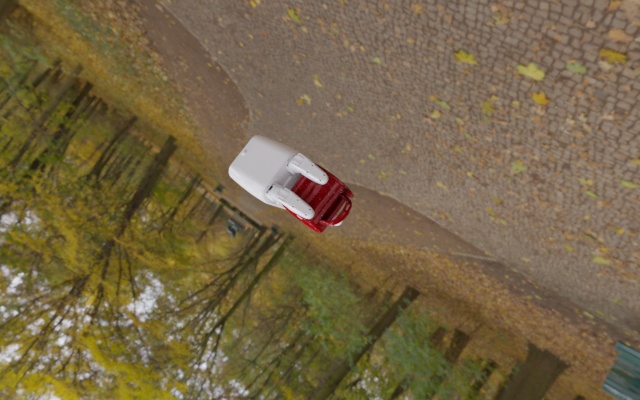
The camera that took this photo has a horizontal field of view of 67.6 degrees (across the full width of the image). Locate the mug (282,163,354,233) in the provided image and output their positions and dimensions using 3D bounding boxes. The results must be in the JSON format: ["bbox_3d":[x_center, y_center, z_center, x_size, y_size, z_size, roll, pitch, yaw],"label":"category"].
[{"bbox_3d":[0.001,0.003,0.755,0.117,0.081,0.093,31,-10,41],"label":"mug"}]
